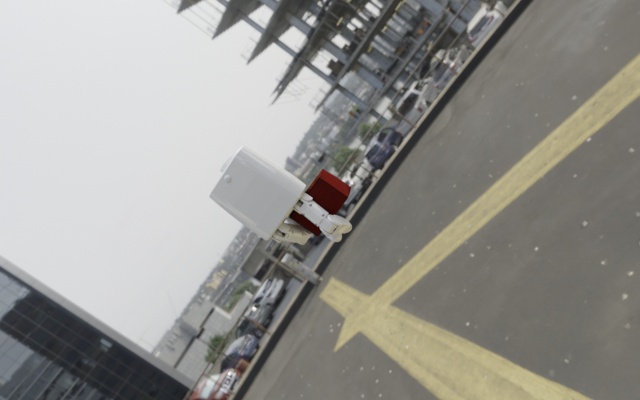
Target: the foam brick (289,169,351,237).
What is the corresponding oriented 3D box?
[{"bbox_3d":[0.000,0.002,0.693,0.051,0.078,0.053,36,18,-5],"label":"foam brick"}]
